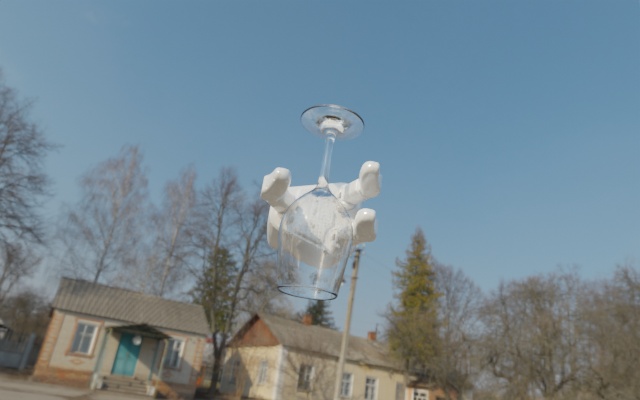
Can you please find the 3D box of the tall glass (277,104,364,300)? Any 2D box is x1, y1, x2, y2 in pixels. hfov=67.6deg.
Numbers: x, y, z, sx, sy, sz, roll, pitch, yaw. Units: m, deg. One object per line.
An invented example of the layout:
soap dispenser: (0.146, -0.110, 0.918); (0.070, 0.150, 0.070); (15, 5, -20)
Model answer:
tall glass: (0.000, 0.001, 0.514); (0.079, 0.201, 0.079); (7, -22, 3)
